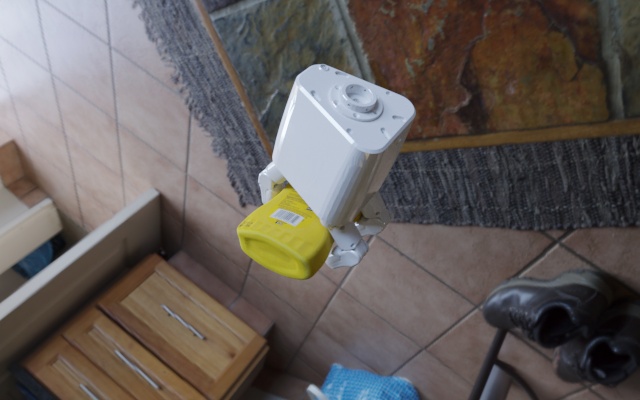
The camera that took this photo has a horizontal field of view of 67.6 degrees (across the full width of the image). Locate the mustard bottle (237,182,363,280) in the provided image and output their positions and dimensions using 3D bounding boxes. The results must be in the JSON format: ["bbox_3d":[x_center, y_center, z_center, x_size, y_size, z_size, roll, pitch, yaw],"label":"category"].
[{"bbox_3d":[0.000,0.002,0.546,0.096,0.058,0.191,18,46,28],"label":"mustard bottle"}]
